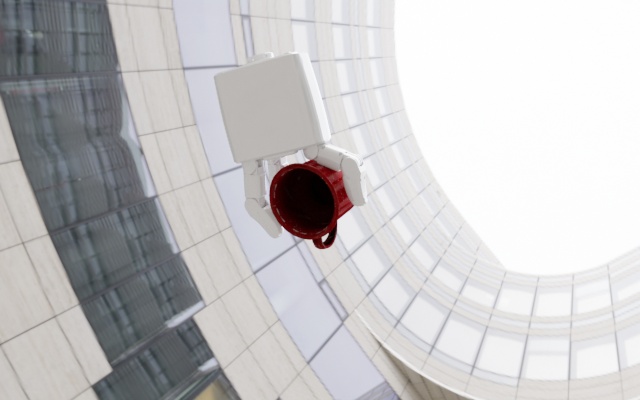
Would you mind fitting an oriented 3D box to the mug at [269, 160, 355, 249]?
[{"bbox_3d":[0.001,0.003,0.588,0.093,0.117,0.081,-5,15,30],"label":"mug"}]
